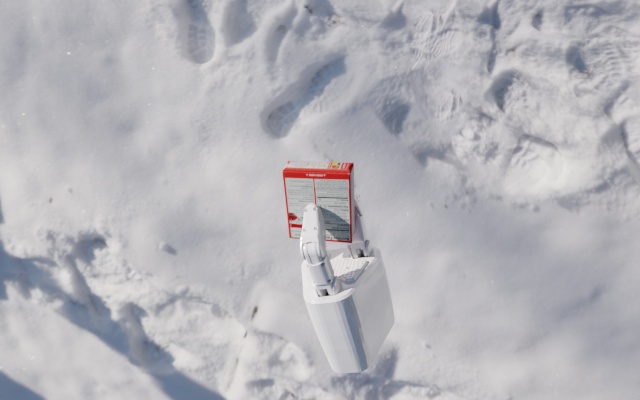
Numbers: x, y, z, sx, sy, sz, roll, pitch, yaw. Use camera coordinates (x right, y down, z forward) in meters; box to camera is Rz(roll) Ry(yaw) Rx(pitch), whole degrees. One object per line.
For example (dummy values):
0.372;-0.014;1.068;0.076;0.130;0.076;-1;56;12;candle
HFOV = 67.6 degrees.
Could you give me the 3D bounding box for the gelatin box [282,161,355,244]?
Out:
0.000;0.002;0.524;0.073;0.089;0.030;3;30;12;gelatin box
